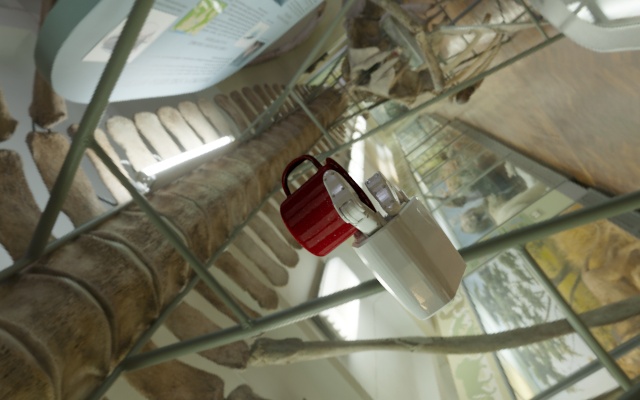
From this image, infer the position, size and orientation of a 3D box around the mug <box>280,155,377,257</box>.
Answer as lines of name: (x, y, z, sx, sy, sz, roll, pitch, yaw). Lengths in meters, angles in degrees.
mug: (-0.001, 0.001, 0.553, 0.081, 0.117, 0.093, -40, -4, 13)
